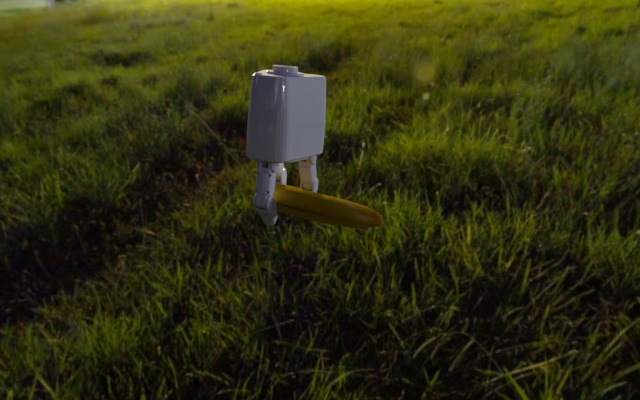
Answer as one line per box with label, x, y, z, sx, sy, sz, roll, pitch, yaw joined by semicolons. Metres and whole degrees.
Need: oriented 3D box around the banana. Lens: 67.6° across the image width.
banana;-0.014;0.003;0.647;0.198;0.037;0.069;16;15;34
